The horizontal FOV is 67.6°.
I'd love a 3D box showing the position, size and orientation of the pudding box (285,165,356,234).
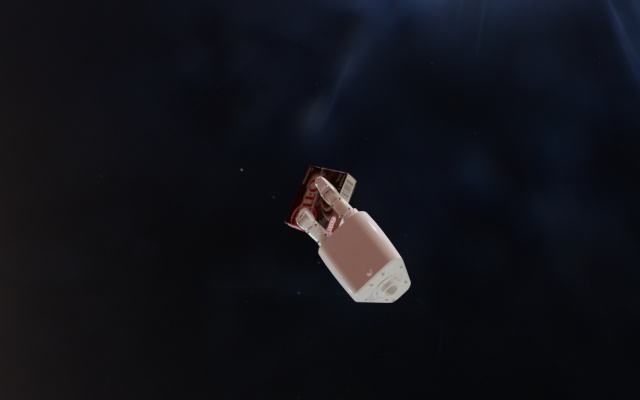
[{"bbox_3d":[0.000,0.003,0.810,0.090,0.113,0.039,16,-13,39],"label":"pudding box"}]
